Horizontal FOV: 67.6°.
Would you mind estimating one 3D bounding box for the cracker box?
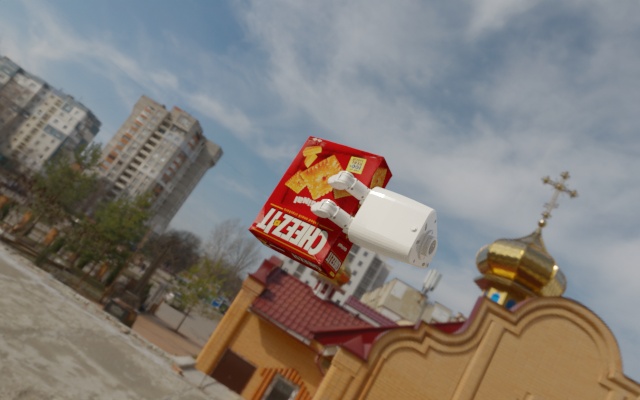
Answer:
[{"bbox_3d":[0.000,0.003,0.827,0.164,0.213,0.072,22,-19,33],"label":"cracker box"}]
